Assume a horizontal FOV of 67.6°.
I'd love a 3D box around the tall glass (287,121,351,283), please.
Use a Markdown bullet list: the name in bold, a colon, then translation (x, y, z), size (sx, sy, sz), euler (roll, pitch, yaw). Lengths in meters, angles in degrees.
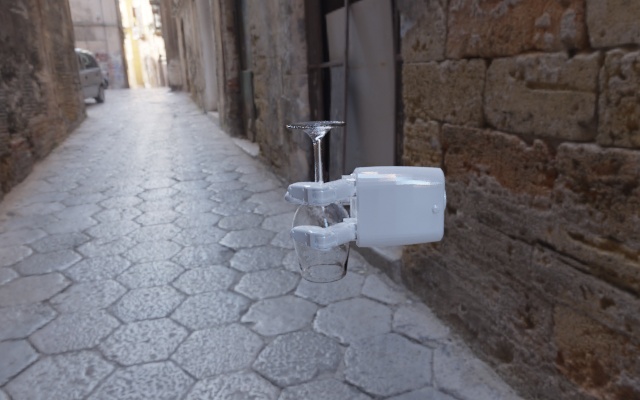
- **tall glass**: translation (0.000, 0.001, 0.615), size (0.079, 0.201, 0.079), euler (-2, 15, 1)
